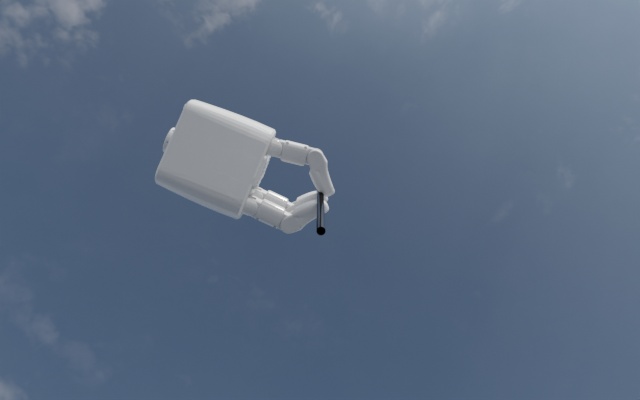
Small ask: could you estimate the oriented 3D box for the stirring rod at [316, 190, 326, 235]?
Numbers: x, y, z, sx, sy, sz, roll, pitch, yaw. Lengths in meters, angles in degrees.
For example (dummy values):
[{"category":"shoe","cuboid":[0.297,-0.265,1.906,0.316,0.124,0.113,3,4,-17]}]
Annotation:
[{"category":"stirring rod","cuboid":[0.000,0.002,0.536,0.011,0.011,0.239,0,12,0]}]
